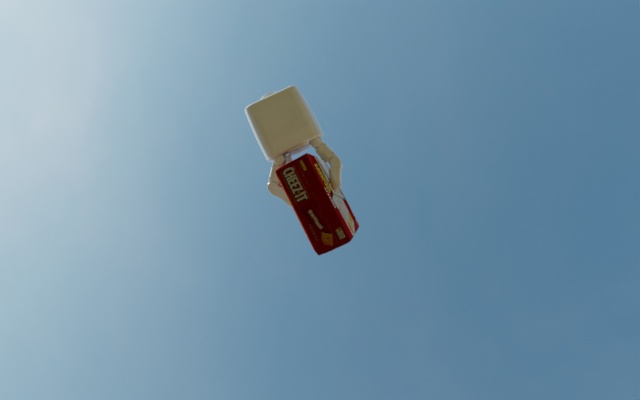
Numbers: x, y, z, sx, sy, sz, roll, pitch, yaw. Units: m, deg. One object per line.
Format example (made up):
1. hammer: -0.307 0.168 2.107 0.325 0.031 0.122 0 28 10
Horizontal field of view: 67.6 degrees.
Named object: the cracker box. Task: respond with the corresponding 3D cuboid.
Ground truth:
1. cracker box: 0.000 0.003 0.888 0.072 0.164 0.213 -28 -1 9
